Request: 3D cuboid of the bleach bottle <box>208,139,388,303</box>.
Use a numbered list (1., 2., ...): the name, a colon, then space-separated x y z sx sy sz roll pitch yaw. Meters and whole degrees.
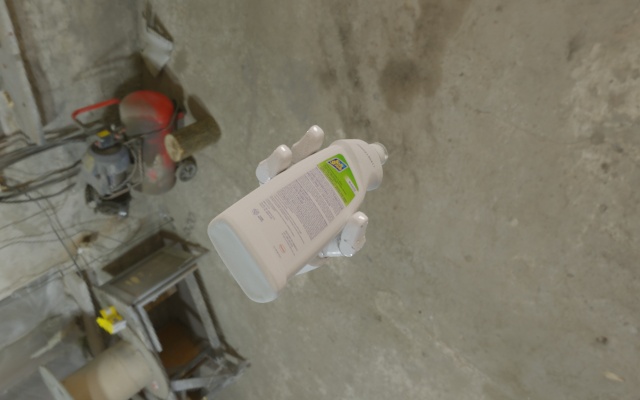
1. bleach bottle: 0.000 0.002 0.541 0.250 0.102 0.068 -35 4 -38
